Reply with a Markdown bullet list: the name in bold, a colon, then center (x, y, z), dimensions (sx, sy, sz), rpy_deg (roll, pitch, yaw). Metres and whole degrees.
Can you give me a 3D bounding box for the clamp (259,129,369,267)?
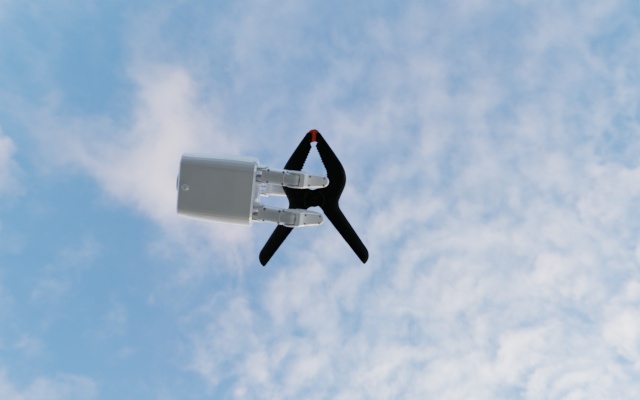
- **clamp**: center (0.000, 0.002, 0.706), dimensions (0.164, 0.210, 0.036), rpy_deg (6, 9, -6)
